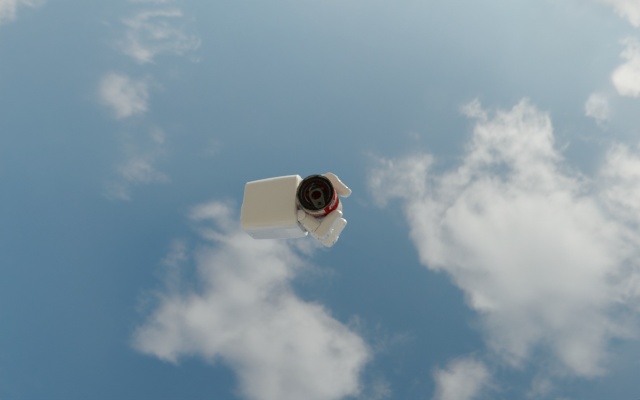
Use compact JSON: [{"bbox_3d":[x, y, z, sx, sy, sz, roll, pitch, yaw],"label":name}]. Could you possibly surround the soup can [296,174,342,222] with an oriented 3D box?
[{"bbox_3d":[0.001,0.003,0.874,0.068,0.068,0.102,0,-19,12],"label":"soup can"}]
